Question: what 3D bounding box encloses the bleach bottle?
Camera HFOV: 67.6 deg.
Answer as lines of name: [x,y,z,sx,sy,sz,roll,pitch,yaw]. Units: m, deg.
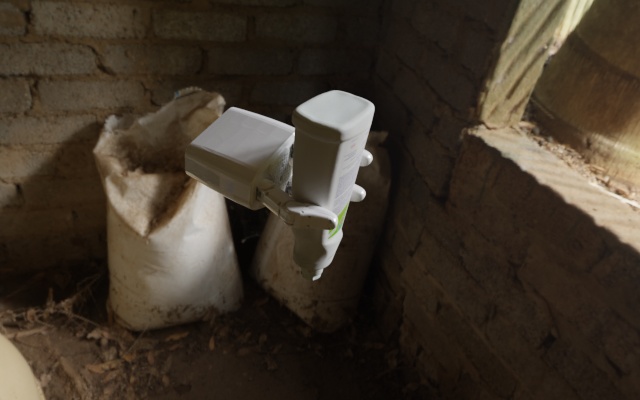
bleach bottle: [0.000,0.002,0.577,0.068,0.251,0.102,25,37,20]
